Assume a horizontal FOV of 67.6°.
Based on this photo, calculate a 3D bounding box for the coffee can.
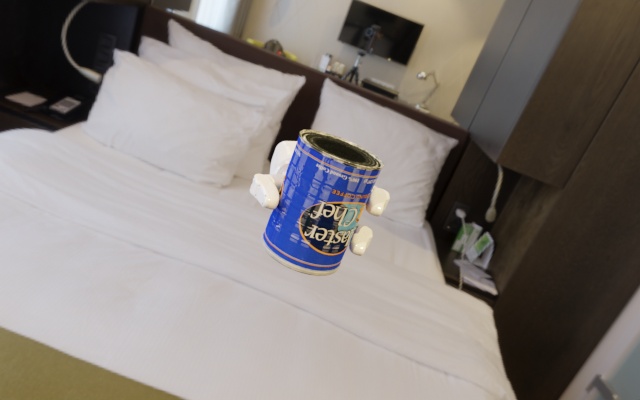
[{"bbox_3d":[0.000,0.002,0.561,0.103,0.140,0.102,19,20,-7],"label":"coffee can"}]
